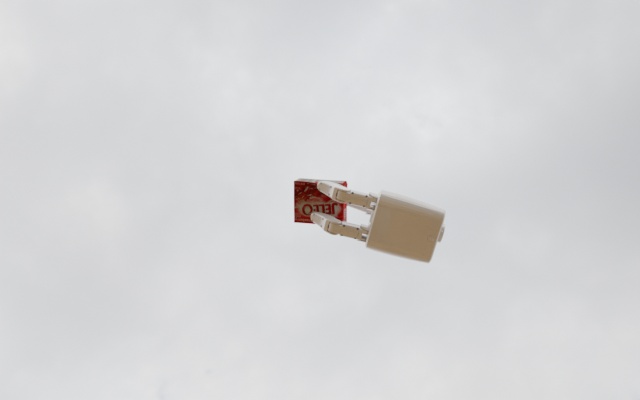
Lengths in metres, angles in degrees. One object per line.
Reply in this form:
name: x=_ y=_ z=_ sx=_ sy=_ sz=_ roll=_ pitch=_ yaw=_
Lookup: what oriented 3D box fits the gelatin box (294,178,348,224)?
gelatin box: x=0.000 y=0.002 z=0.801 sx=0.089 sy=0.073 sz=0.030 roll=4 pitch=14 yaw=16
